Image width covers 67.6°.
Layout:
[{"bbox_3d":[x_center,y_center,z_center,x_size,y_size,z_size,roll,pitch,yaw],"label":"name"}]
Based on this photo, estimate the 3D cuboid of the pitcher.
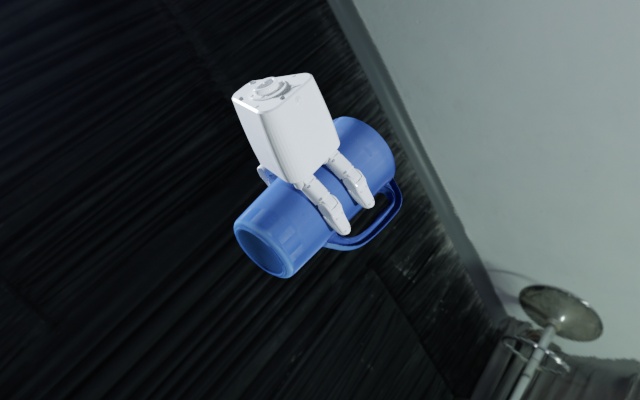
[{"bbox_3d":[0.000,0.002,0.701,0.149,0.145,0.242,16,51,41],"label":"pitcher"}]
